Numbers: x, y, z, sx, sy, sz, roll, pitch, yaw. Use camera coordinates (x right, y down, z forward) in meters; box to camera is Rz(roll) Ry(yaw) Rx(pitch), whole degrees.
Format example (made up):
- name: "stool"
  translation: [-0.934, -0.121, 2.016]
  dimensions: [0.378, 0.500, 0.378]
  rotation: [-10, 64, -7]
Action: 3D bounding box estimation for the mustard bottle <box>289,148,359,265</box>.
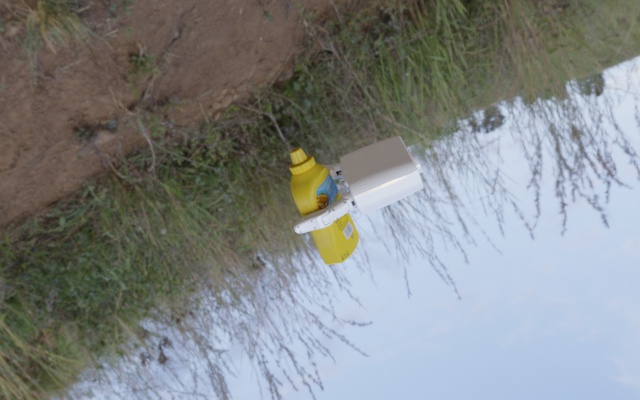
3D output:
- name: "mustard bottle"
  translation: [0.000, 0.003, 0.773]
  dimensions: [0.058, 0.192, 0.096]
  rotation: [-13, 24, 30]
